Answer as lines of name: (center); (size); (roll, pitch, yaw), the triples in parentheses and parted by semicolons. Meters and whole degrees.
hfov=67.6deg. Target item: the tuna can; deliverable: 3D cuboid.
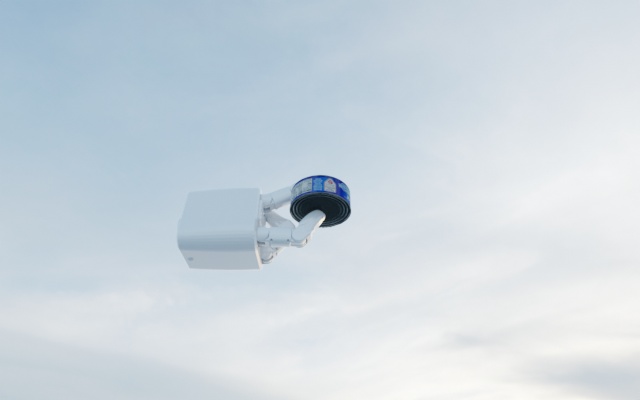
tuna can: (0.000, 0.002, 0.670); (0.086, 0.033, 0.086); (1, -35, 1)
